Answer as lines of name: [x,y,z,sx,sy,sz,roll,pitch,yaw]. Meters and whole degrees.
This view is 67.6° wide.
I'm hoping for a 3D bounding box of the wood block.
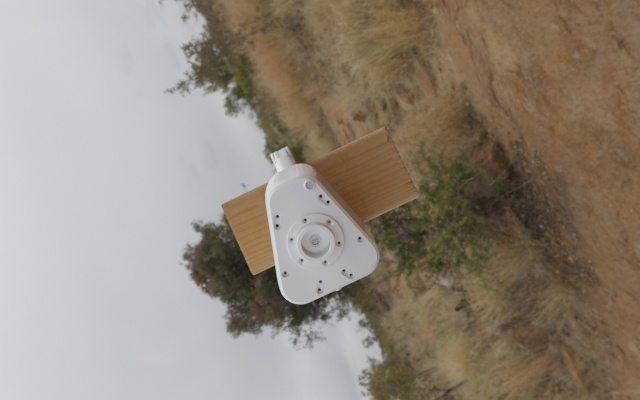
wood block: [0.000,0.002,0.576,0.206,0.091,0.090,-25,-3,0]
